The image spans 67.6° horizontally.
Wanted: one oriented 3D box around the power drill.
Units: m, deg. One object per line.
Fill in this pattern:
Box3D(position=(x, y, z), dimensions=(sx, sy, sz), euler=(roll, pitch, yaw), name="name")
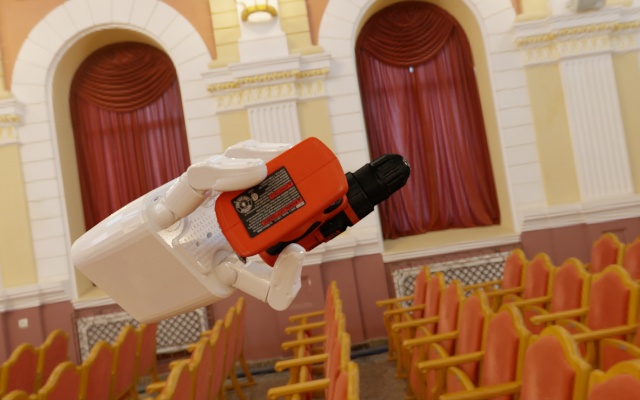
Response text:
Box3D(position=(0.000, 0.001, 0.439), dimensions=(0.184, 0.057, 0.188), euler=(-35, -14, 6), name="power drill")
